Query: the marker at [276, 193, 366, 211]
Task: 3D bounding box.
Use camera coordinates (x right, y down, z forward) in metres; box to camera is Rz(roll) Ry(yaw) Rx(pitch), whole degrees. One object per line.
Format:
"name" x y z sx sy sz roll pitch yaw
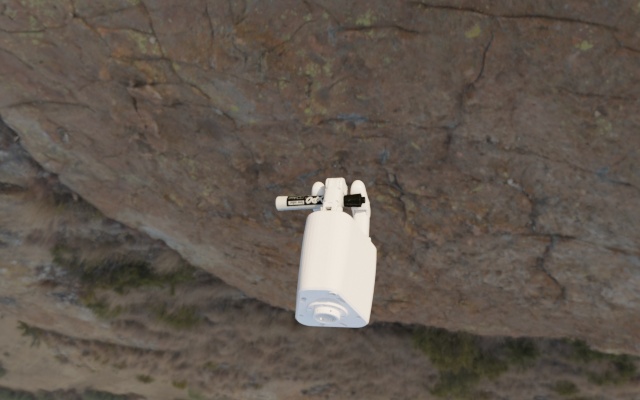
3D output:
"marker" 0.000 0.002 0.637 0.121 0.020 0.020 -2 -1 14
